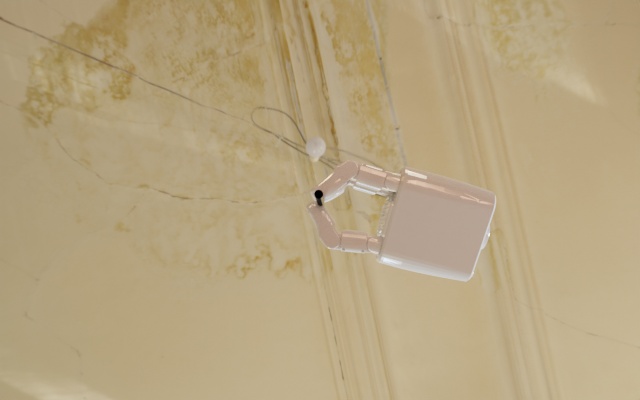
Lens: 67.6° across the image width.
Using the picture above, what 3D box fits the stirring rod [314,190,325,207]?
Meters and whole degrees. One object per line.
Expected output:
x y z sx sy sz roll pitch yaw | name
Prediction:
0.000 0.002 0.539 0.011 0.011 0.239 0 -3 1 | stirring rod
